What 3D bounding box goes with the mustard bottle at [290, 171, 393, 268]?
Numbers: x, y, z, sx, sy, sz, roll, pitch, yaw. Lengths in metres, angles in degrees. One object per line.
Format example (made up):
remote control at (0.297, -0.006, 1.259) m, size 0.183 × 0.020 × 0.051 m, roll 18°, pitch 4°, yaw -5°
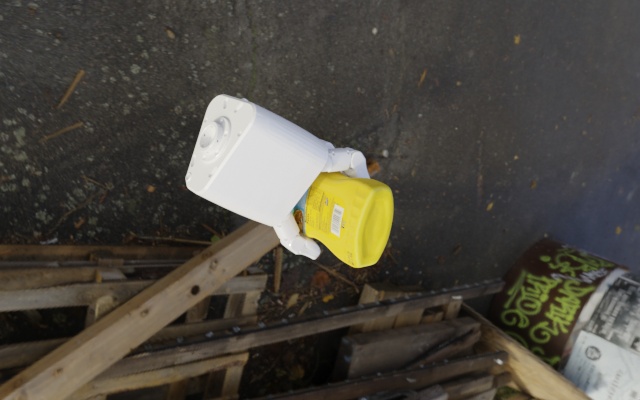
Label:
mustard bottle at (0.001, 0.002, 0.582) m, size 0.058 × 0.096 × 0.191 m, roll -7°, pitch 22°, yaw -39°
